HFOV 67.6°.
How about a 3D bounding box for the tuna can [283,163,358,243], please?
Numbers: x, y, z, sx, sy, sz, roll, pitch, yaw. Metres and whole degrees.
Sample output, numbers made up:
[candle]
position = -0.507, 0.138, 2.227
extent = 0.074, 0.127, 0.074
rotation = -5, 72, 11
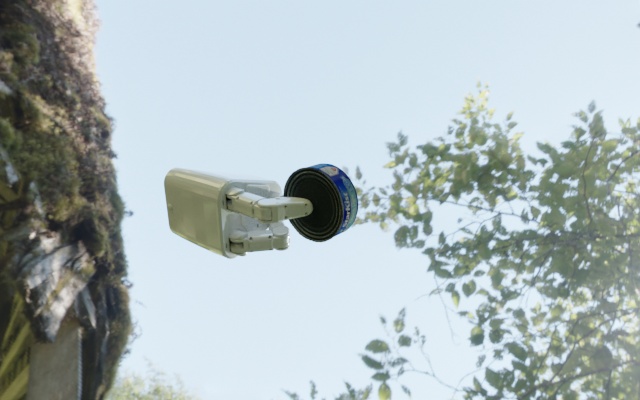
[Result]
[tuna can]
position = 0.000, 0.002, 0.540
extent = 0.086, 0.086, 0.033
rotation = 0, 14, 40
